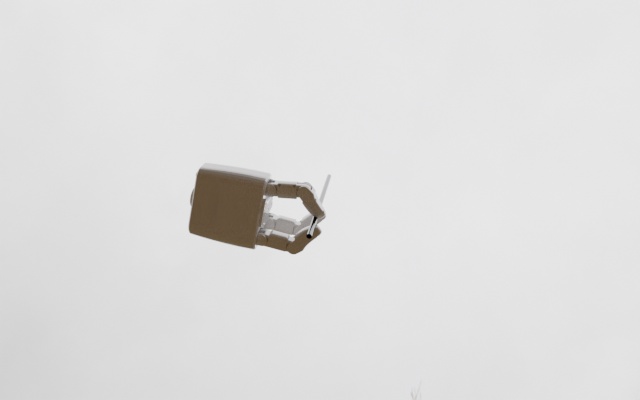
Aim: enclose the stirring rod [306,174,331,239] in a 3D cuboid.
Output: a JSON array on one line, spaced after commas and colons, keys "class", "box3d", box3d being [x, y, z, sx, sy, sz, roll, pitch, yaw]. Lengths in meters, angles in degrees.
[{"class": "stirring rod", "box3d": [0.000, 0.003, 0.775, 0.011, 0.011, 0.239, 0, 23, 8]}]
